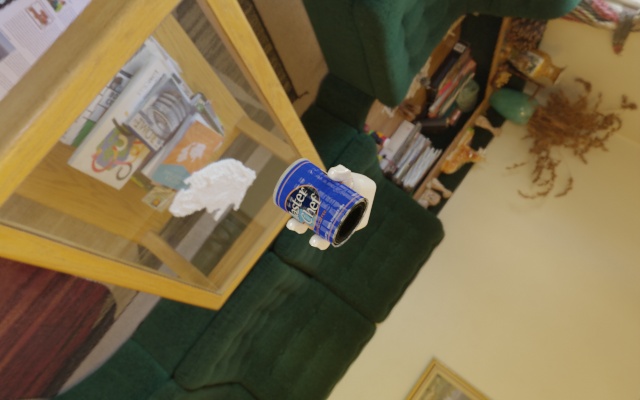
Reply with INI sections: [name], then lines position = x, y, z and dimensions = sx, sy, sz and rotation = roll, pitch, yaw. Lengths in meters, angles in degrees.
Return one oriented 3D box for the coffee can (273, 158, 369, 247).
[coffee can]
position = 0.000, 0.003, 0.857
dimensions = 0.140, 0.103, 0.103
rotation = 34, 13, 20
